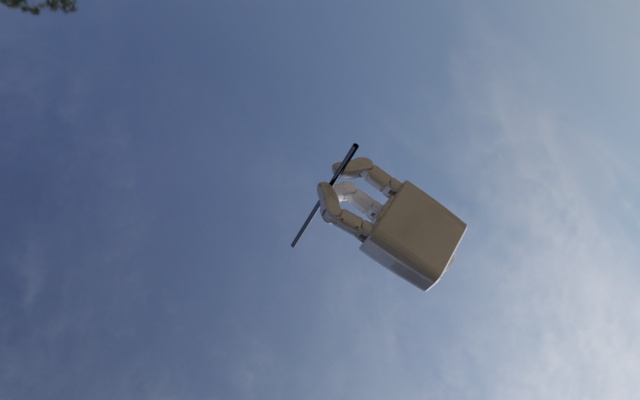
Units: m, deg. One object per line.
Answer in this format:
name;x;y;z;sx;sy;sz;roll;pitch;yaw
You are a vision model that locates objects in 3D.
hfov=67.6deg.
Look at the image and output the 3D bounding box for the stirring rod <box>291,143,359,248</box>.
stirring rod;0.000;0.002;0.675;0.011;0.011;0.240;0;-35;-26
